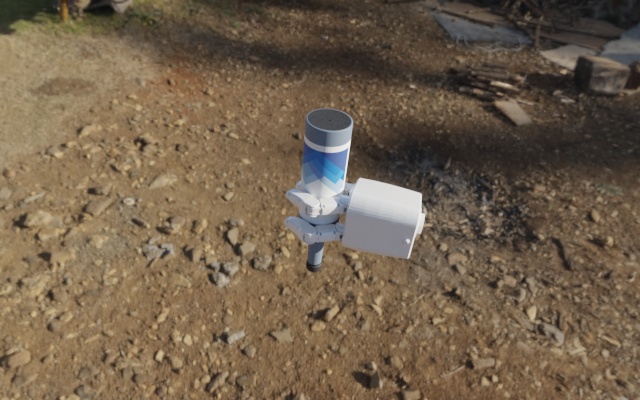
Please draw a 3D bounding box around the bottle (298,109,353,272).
[{"bbox_3d":[0.000,0.002,0.755,0.069,0.296,0.069,4,38,-3],"label":"bottle"}]
